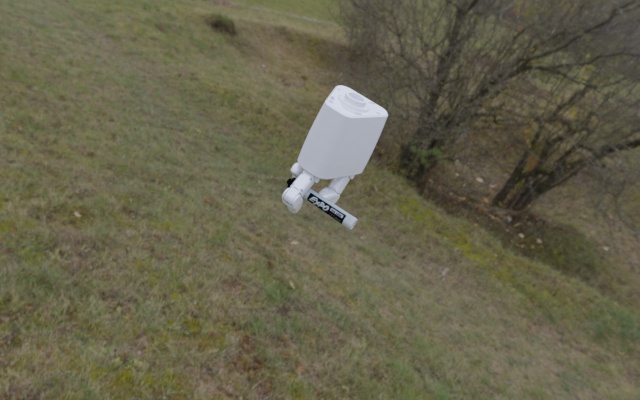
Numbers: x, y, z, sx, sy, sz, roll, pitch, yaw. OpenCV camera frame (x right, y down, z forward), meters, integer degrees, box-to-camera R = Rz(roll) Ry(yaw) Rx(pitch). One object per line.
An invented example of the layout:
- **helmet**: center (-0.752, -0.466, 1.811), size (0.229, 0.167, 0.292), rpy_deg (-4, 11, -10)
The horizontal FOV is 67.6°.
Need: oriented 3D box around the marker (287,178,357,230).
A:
- **marker**: center (0.000, 0.002, 0.708), size (0.121, 0.020, 0.020), rpy_deg (34, 9, 14)
